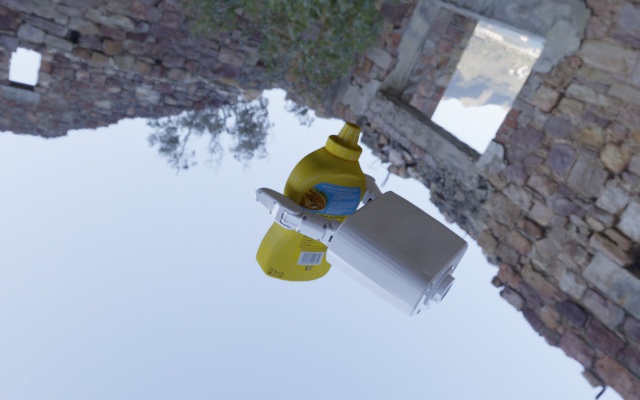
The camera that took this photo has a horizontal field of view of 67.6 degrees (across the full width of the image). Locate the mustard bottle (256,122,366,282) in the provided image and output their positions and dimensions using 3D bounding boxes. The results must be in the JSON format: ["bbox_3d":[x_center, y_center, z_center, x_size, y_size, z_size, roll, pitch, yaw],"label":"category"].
[{"bbox_3d":[0.000,0.002,0.542,0.096,0.192,0.058,7,28,-36],"label":"mustard bottle"}]
